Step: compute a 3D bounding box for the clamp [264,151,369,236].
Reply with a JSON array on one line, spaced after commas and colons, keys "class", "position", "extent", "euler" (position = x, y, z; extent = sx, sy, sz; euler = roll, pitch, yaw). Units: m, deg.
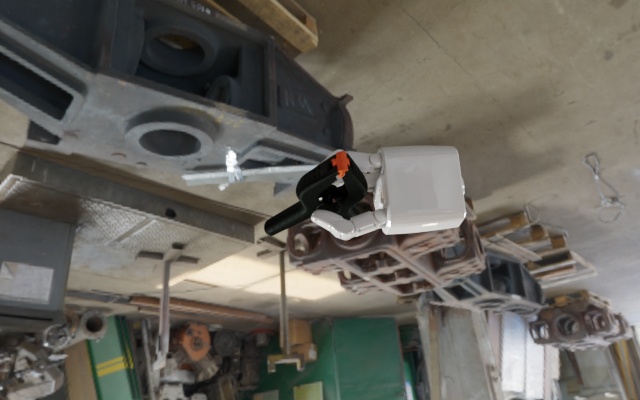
[{"class": "clamp", "position": [0.000, 0.003, 0.654], "extent": [0.164, 0.036, 0.210], "euler": [-4, -27, -5]}]
